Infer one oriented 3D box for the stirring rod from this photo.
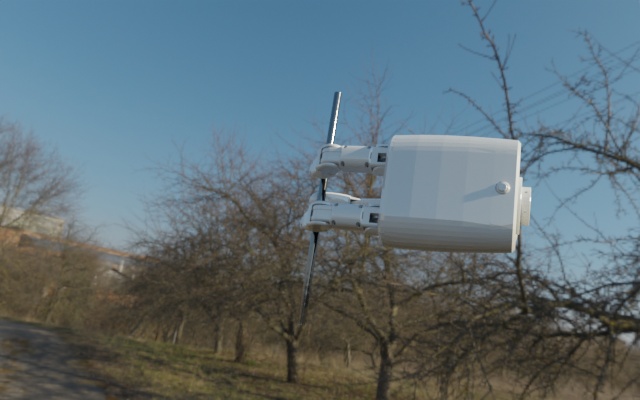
[{"bbox_3d":[0.000,0.002,0.478,0.011,0.239,0.011,9,-14,2],"label":"stirring rod"}]
